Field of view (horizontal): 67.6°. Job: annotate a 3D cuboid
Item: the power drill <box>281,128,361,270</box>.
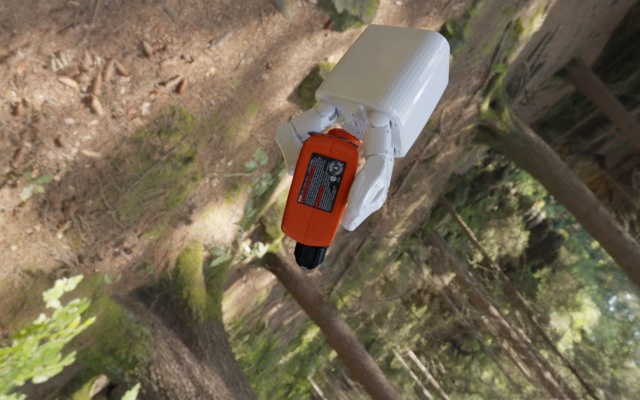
[{"bbox_3d":[0.000,0.002,0.537,0.057,0.184,0.187,15,3,2],"label":"power drill"}]
